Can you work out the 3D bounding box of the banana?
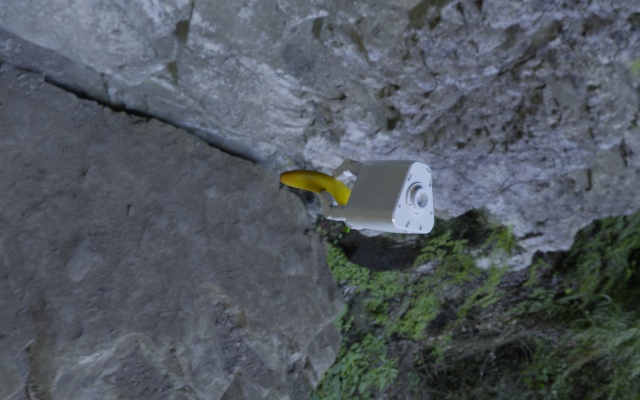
[{"bbox_3d":[0.015,-0.009,0.864,0.198,0.069,0.037,40,5,-34],"label":"banana"}]
